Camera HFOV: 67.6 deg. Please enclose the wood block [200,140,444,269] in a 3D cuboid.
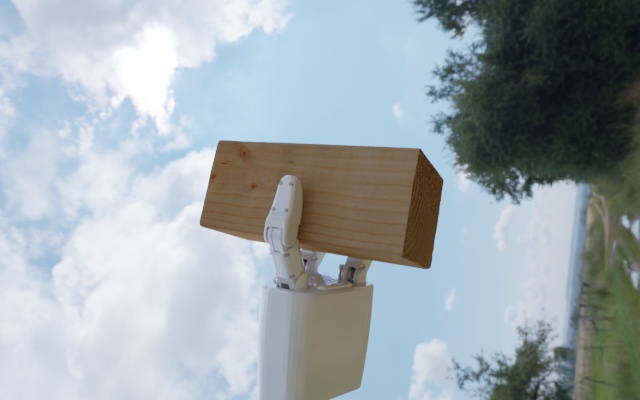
[{"bbox_3d":[0.000,0.002,0.455,0.206,0.090,0.091,6,-11,28],"label":"wood block"}]
